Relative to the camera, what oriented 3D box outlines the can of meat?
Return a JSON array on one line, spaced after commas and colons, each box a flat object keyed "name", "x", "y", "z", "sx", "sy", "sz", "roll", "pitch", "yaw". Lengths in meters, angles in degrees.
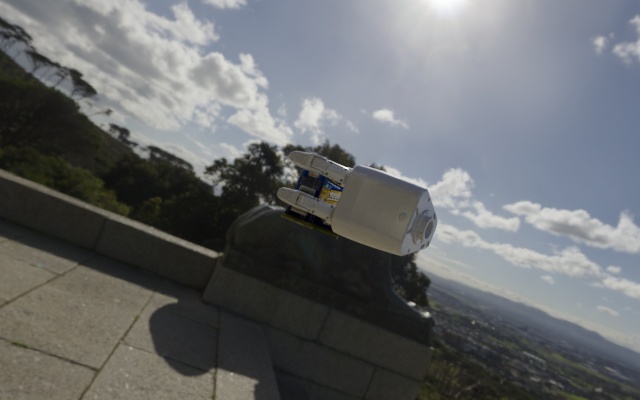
[{"name": "can of meat", "x": 0.000, "y": 0.002, "z": 0.703, "sx": 0.057, "sy": 0.084, "sz": 0.102, "roll": 21, "pitch": -3, "yaw": 35}]
